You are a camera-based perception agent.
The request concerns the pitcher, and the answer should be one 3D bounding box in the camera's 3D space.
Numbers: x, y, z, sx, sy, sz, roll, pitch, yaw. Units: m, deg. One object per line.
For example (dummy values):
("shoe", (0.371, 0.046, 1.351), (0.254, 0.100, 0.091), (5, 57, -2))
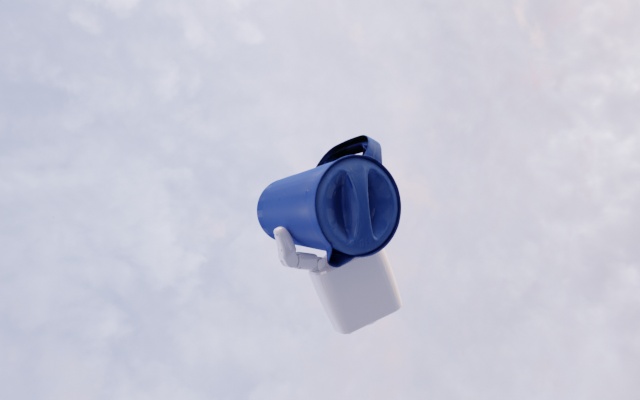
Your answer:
("pitcher", (0.000, 0.003, 0.714), (0.149, 0.145, 0.243), (-27, 11, -27))
